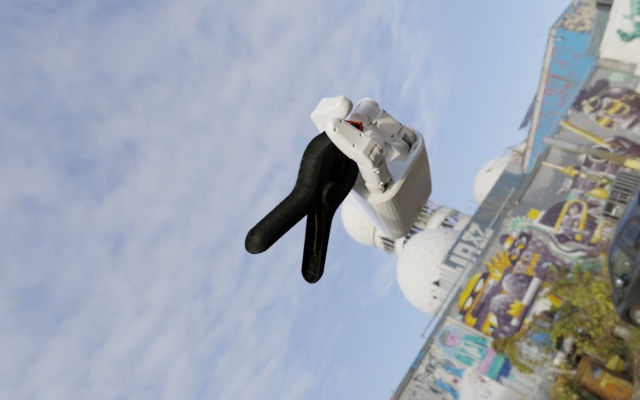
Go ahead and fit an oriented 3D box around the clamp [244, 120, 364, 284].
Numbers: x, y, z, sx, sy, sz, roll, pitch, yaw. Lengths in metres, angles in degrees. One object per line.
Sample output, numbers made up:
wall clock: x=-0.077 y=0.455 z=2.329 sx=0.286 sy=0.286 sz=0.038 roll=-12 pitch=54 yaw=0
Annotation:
clamp: x=0.000 y=0.001 z=0.480 sx=0.039 sy=0.171 sz=0.120 roll=23 pitch=-18 yaw=30
